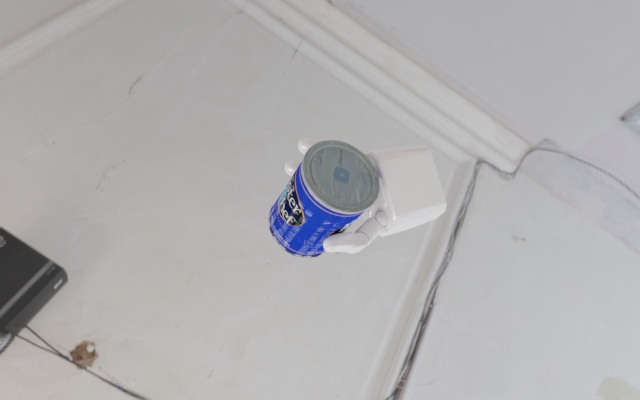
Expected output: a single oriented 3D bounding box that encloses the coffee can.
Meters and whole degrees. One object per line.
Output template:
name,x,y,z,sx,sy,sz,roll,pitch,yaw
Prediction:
coffee can,0.000,0.002,0.631,0.103,0.102,0.140,0,-29,-26
